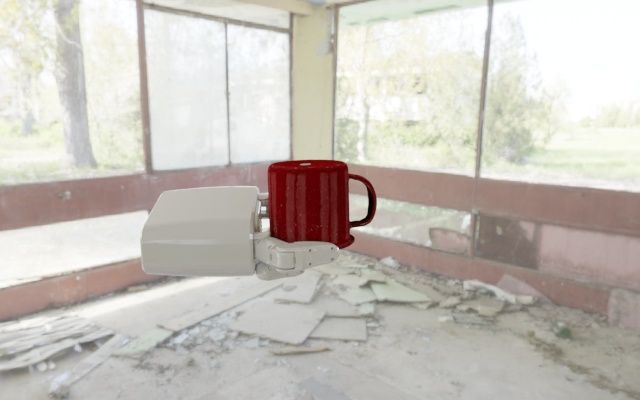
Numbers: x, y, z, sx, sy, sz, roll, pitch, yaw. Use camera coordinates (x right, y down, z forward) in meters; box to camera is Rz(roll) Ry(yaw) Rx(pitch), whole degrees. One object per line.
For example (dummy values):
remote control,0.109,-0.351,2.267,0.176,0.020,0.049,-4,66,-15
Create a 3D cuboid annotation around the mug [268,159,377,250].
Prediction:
mug,0.002,0.001,0.486,0.117,0.081,0.093,-2,10,-5
